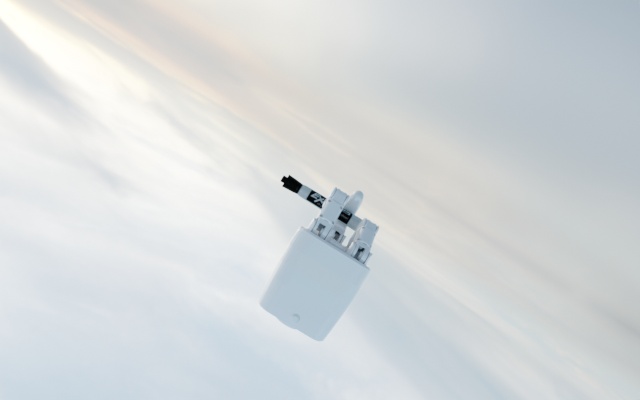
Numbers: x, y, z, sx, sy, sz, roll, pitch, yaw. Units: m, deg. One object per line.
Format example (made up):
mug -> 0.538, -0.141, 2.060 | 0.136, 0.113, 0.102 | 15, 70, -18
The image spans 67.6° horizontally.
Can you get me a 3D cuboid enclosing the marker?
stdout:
marker -> 0.000, 0.002, 0.638 | 0.121, 0.020, 0.020 | 32, -2, -3
